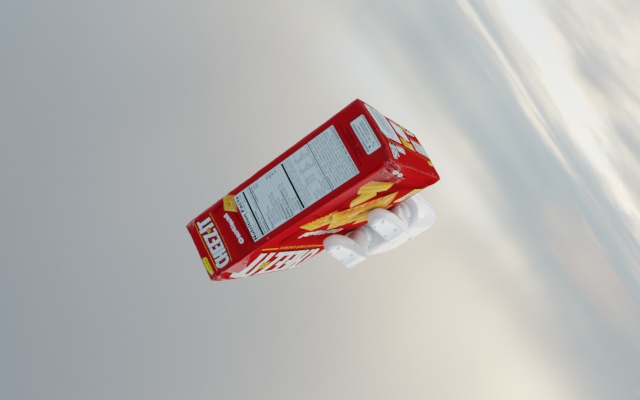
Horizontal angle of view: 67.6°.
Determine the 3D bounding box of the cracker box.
[{"bbox_3d":[0.000,0.001,0.491,0.214,0.072,0.164,-34,-17,21],"label":"cracker box"}]
